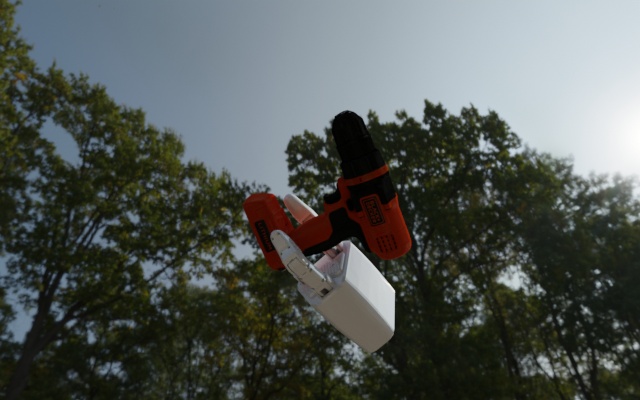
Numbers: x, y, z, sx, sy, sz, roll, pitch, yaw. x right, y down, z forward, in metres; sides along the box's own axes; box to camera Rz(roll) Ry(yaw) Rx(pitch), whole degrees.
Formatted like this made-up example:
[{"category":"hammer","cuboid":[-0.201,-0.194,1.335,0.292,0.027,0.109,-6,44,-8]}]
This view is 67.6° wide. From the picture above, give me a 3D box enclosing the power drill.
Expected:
[{"category":"power drill","cuboid":[0.000,0.002,0.590,0.188,0.184,0.057,-18,8,25]}]
